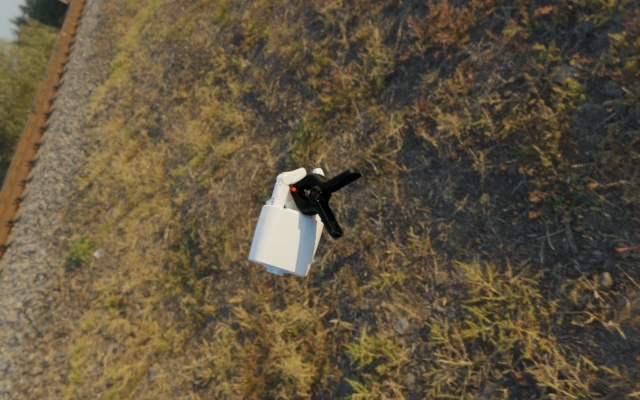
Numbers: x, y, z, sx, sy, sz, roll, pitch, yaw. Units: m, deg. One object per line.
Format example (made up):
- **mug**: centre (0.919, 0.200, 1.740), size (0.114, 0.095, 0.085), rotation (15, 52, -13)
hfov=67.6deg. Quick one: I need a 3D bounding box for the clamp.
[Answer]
- **clamp**: centre (0.000, 0.002, 0.847), size (0.039, 0.120, 0.171), rotation (24, -14, -34)
